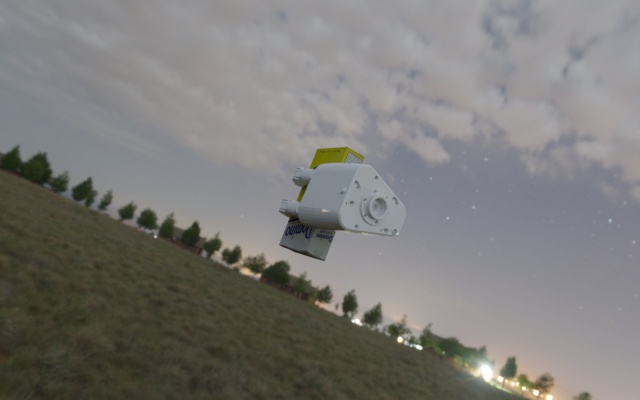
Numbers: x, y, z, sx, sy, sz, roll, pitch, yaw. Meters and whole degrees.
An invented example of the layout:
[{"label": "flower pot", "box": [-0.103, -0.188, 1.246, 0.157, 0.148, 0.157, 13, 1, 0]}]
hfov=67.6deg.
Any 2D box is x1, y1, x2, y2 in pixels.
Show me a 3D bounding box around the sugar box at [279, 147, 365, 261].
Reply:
[{"label": "sugar box", "box": [0.000, 0.002, 0.764, 0.048, 0.176, 0.093, 29, -13, -29]}]
